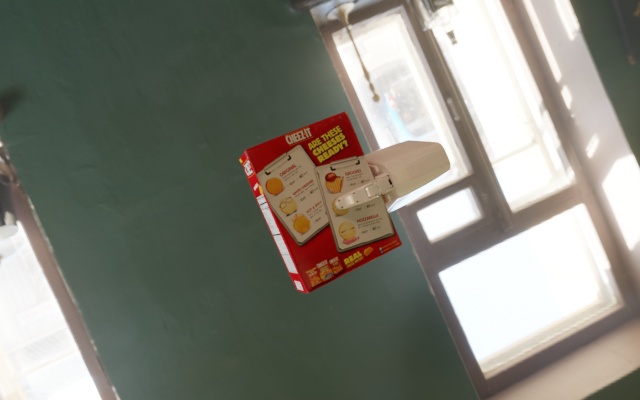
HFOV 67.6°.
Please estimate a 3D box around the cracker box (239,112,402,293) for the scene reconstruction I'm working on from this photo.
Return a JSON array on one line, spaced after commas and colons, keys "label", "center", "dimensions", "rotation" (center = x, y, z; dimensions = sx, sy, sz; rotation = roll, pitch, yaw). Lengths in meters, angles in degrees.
[{"label": "cracker box", "center": [0.000, 0.002, 0.696], "dimensions": [0.164, 0.213, 0.072], "rotation": [-24, 2, -20]}]
